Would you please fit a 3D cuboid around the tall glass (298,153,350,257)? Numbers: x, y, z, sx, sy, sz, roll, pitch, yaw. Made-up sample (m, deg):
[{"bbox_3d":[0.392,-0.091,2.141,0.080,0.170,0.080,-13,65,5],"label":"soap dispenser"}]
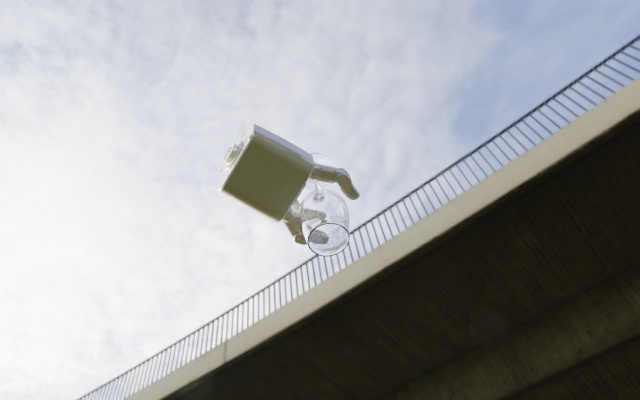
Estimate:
[{"bbox_3d":[0.000,0.002,0.766,0.079,0.079,0.201,0,34,-8],"label":"tall glass"}]
